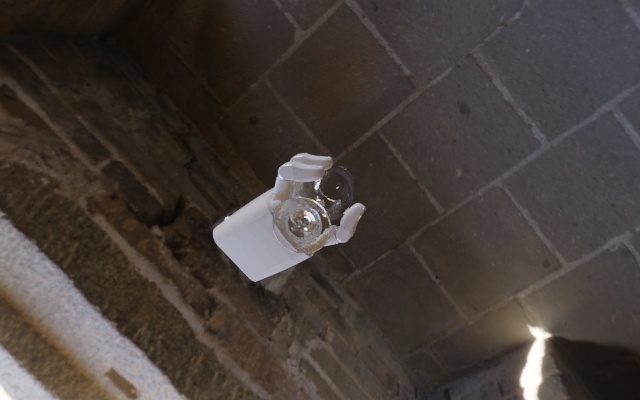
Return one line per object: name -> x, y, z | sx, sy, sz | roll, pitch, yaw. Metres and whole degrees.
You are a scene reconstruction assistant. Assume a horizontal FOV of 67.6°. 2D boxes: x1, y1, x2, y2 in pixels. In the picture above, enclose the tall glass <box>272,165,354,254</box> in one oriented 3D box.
tall glass -> 0.000, 0.002, 0.670 | 0.079, 0.079, 0.201 | 0, 17, 15
